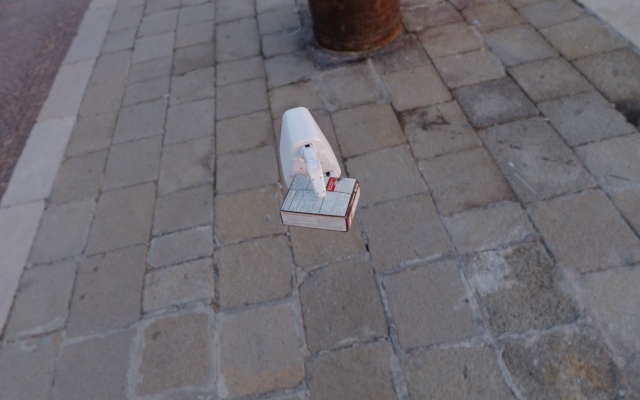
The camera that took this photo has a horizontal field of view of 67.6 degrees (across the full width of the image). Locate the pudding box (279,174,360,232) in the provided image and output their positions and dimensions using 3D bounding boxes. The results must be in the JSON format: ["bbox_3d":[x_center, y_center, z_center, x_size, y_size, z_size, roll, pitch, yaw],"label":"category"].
[{"bbox_3d":[0.000,0.002,0.774,0.113,0.090,0.039,5,-43,17],"label":"pudding box"}]
